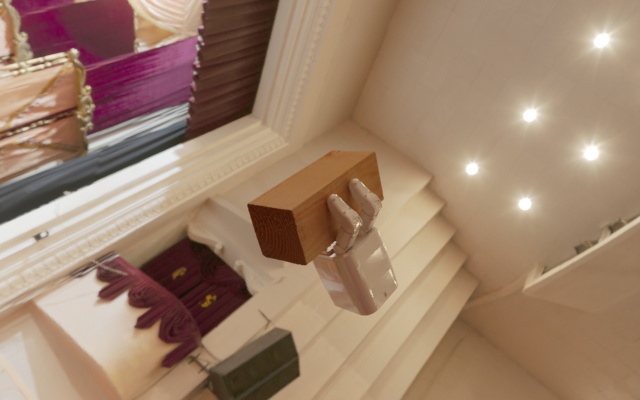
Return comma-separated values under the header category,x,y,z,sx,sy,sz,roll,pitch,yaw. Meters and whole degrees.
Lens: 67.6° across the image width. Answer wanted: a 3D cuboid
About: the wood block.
category,x,y,z,sx,sy,sz,roll,pitch,yaw
wood block,0.000,0.003,0.730,0.091,0.090,0.206,6,30,39
